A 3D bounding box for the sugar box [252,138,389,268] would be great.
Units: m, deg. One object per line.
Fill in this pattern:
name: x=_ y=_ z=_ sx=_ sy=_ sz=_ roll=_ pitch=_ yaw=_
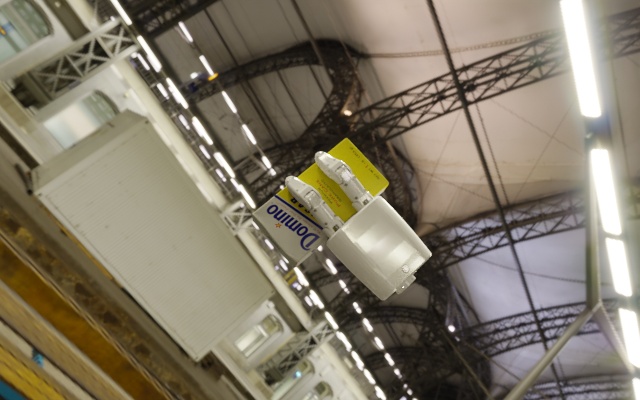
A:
sugar box: x=0.000 y=0.002 z=0.670 sx=0.176 sy=0.093 sz=0.048 roll=-40 pitch=-9 yaw=-16
